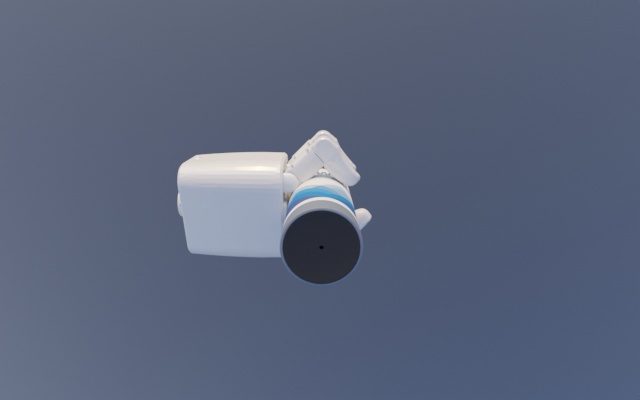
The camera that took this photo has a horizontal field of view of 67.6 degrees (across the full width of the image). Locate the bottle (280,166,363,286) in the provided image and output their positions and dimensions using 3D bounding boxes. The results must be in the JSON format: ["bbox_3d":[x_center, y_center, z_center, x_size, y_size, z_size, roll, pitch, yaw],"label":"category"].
[{"bbox_3d":[0.000,0.002,0.519,0.069,0.069,0.295,0,14,0],"label":"bottle"}]
